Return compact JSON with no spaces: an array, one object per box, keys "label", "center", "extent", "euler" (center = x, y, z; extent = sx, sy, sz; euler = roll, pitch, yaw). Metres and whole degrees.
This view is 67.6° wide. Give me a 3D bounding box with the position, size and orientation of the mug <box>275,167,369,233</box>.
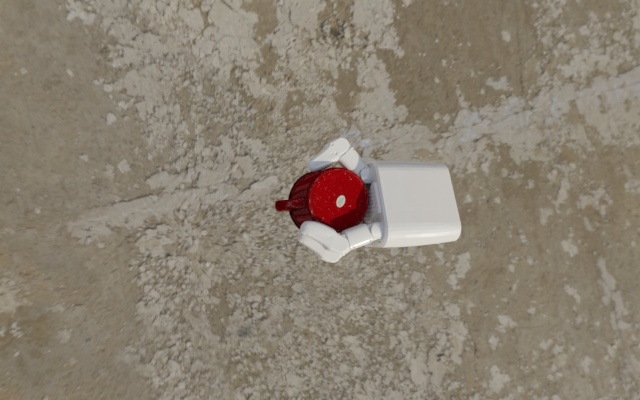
[{"label":"mug","center":[-0.001,0.002,0.614],"extent":[0.117,0.093,0.081],"euler":[-1,-4,-17]}]
